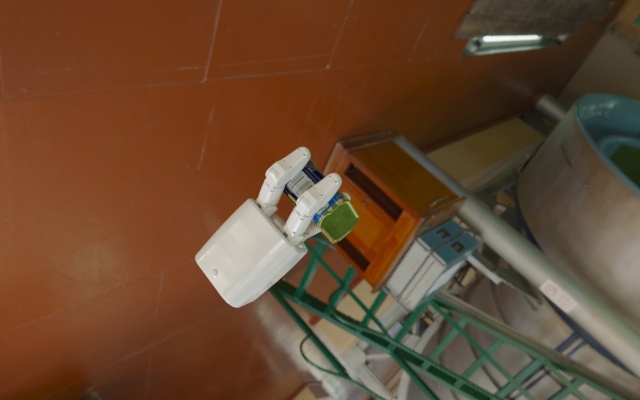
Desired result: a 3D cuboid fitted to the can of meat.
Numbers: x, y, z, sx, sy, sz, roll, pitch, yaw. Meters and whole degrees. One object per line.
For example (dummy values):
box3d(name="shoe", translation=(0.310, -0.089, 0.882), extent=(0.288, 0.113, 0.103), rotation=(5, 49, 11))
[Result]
box3d(name="can of meat", translation=(0.000, 0.002, 0.626), extent=(0.084, 0.057, 0.102), rotation=(46, -2, 25))
